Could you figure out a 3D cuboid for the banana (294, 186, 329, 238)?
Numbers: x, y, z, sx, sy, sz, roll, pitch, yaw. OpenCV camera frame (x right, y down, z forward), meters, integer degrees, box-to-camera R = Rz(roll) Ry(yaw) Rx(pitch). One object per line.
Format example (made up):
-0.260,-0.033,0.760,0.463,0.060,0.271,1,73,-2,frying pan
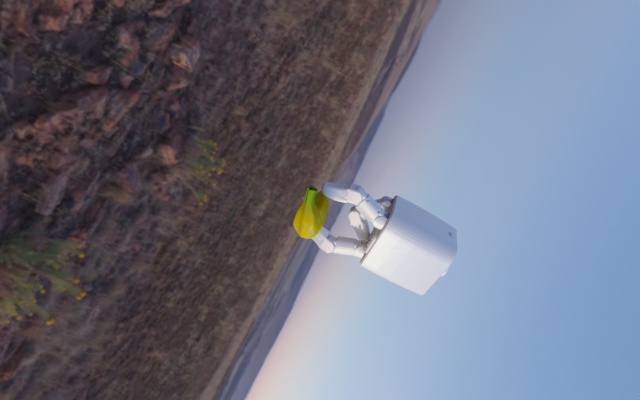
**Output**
-0.009,0.019,0.670,0.037,0.069,0.198,28,1,2,banana
